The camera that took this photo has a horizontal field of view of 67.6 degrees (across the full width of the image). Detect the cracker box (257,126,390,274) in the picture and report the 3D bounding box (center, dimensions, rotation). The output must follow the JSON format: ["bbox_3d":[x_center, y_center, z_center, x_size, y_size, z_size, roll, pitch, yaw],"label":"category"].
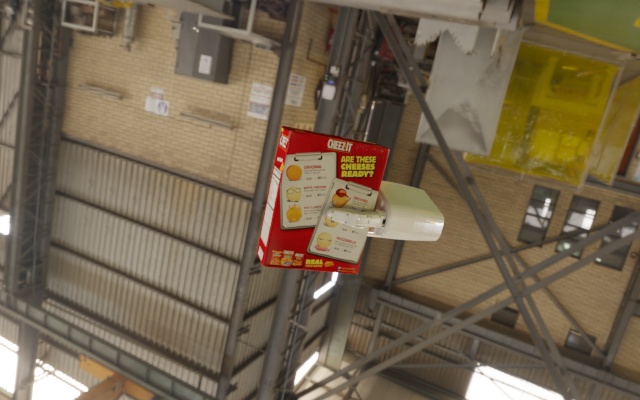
[{"bbox_3d":[0.000,0.003,0.758,0.164,0.214,0.072,8,13,-21],"label":"cracker box"}]
